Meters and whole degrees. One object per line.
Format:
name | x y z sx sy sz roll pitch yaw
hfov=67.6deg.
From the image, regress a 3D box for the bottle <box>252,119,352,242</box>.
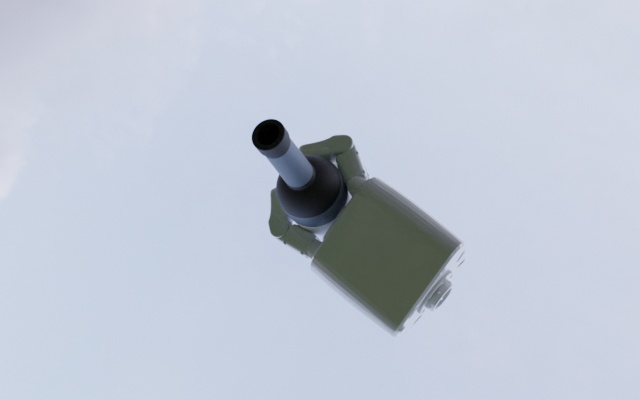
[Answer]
bottle | 0.000 0.002 0.495 0.069 0.069 0.296 0 -21 17
